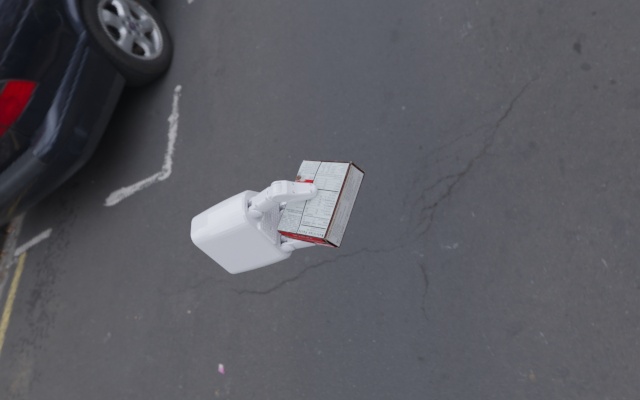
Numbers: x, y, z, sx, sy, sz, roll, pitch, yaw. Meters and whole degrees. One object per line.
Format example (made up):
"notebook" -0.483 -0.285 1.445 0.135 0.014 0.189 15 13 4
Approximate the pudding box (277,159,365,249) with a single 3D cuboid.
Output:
"pudding box" 0.000 0.002 0.641 0.090 0.113 0.039 8 -16 41
